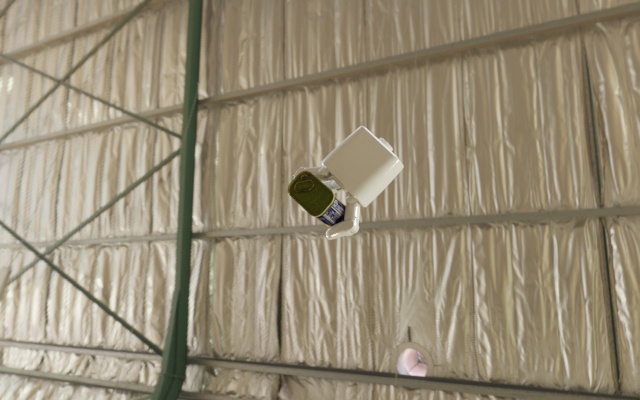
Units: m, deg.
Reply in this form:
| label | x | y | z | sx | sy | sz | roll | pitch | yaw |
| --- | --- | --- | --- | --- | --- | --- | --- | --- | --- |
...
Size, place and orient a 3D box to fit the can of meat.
| label | x | y | z | sx | sy | sz | roll | pitch | yaw |
| --- | --- | --- | --- | --- | --- | --- | --- | --- | --- |
| can of meat | 0.000 | 0.003 | 0.881 | 0.102 | 0.057 | 0.084 | 41 | 0 | 37 |
